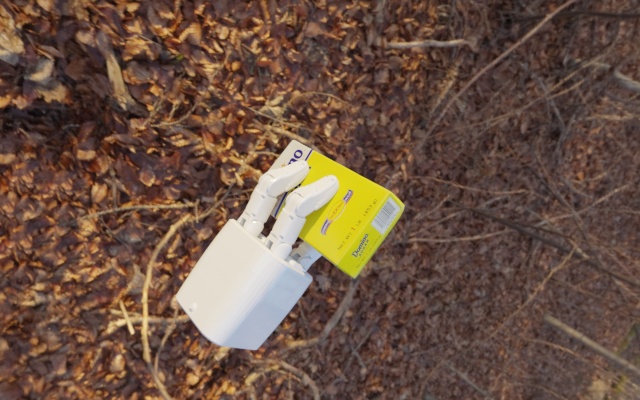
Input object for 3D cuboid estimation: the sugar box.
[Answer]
[{"bbox_3d":[0.000,0.002,0.537,0.176,0.093,0.048,32,-7,43],"label":"sugar box"}]
